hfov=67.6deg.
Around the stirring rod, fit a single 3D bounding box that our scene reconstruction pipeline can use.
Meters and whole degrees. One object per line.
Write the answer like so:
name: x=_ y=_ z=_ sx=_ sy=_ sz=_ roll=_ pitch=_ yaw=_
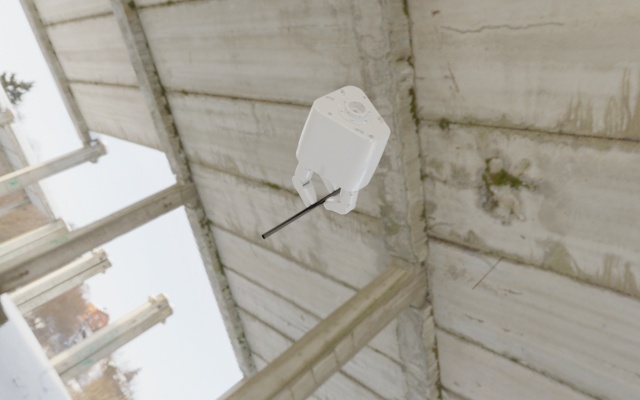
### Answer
stirring rod: x=0.000 y=0.003 z=0.777 sx=0.239 sy=0.011 sz=0.011 roll=-31 pitch=19 yaw=-34
